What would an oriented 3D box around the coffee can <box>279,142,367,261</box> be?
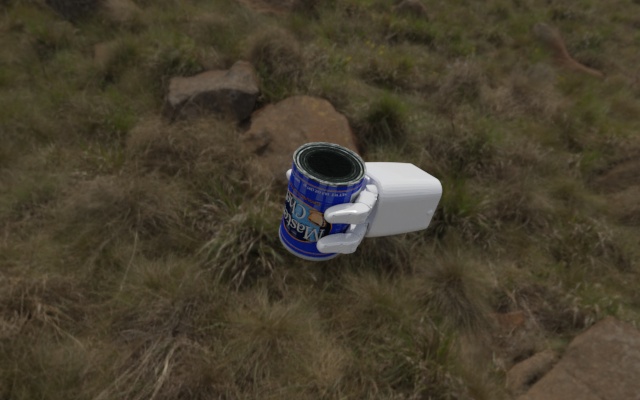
[{"bbox_3d":[0.000,0.002,0.690,0.103,0.140,0.102,9,37,-7],"label":"coffee can"}]
